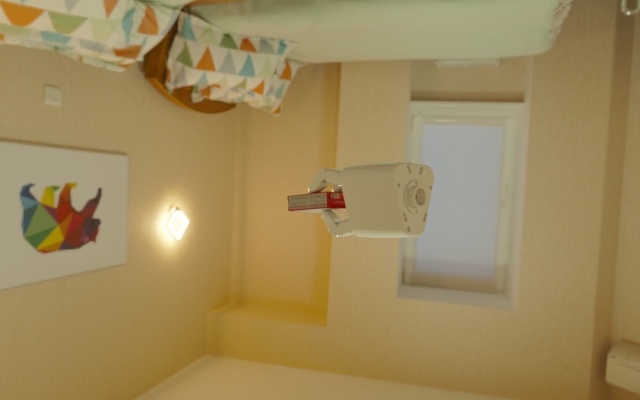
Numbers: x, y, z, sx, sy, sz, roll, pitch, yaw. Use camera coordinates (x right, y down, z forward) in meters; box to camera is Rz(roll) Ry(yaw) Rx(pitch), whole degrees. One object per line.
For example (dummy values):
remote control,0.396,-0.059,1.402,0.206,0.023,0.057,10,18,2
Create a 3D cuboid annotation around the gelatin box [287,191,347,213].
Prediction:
gelatin box,0.000,0.003,0.819,0.089,0.030,0.073,-6,-6,37
